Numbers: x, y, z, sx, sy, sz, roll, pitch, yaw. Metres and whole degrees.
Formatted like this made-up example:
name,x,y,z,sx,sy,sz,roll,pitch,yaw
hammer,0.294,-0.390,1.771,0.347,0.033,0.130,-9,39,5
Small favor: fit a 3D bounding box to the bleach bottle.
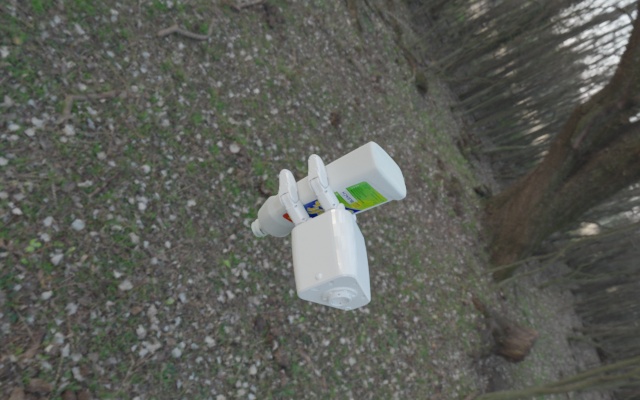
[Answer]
name,x,y,z,sx,sy,sz,roll,pitch,yaw
bleach bottle,0.000,0.002,0.752,0.251,0.068,0.103,-26,-42,25
